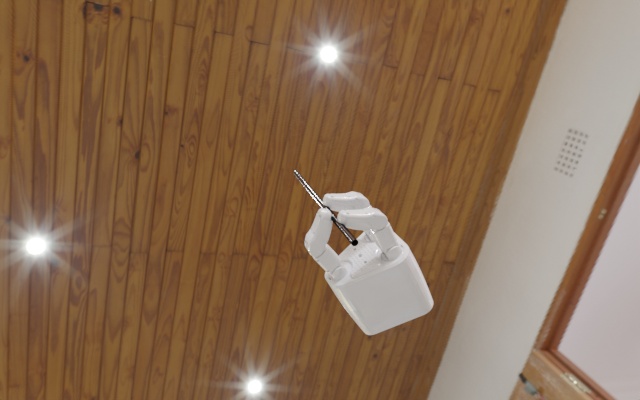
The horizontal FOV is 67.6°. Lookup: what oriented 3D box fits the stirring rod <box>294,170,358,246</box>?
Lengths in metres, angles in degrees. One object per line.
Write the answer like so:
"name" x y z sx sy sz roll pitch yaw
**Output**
"stirring rod" 0.000 0.002 0.624 0.011 0.011 0.239 0 22 -20
